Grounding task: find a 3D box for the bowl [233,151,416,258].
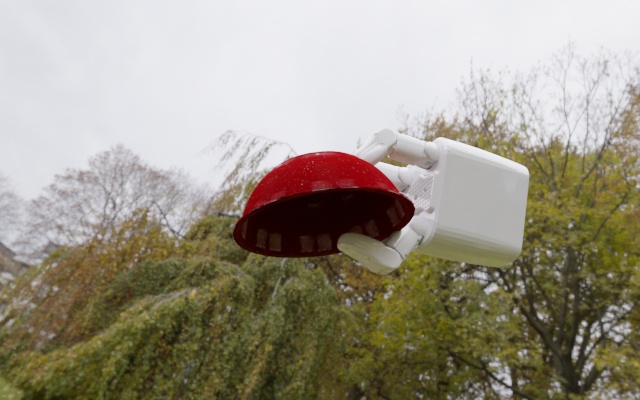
[{"bbox_3d":[-0.001,0.001,0.432,0.162,0.055,0.162,-8,-23,-3],"label":"bowl"}]
